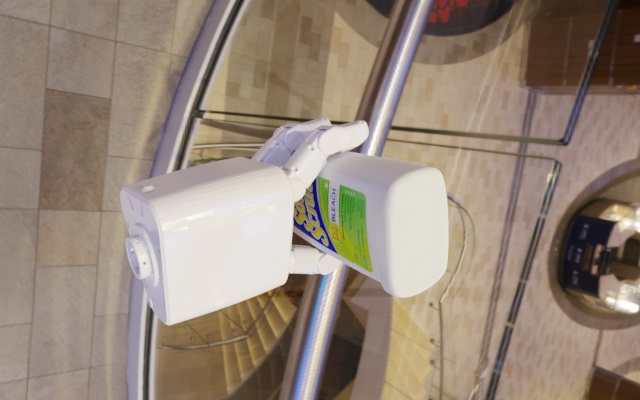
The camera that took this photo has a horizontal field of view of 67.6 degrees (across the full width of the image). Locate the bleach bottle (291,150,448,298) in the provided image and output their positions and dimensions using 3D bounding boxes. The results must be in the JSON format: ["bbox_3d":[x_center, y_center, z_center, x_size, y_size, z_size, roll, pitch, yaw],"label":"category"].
[{"bbox_3d":[0.000,0.001,0.451,0.068,0.102,0.251,-17,20,-34],"label":"bleach bottle"}]
